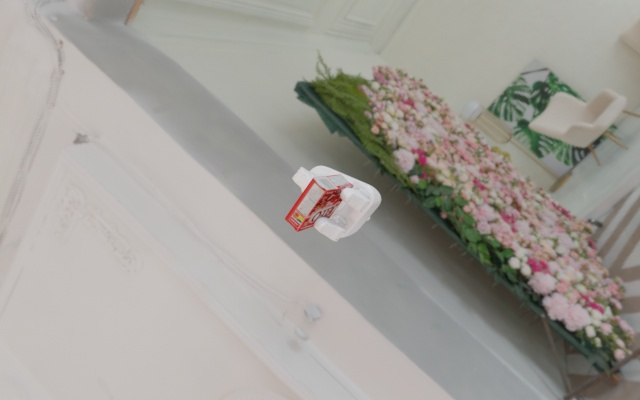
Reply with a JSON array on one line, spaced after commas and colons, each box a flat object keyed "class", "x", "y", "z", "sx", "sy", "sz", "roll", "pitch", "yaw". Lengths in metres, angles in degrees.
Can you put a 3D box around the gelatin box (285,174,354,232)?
[{"class": "gelatin box", "x": 0.000, "y": 0.002, "z": 0.659, "sx": 0.030, "sy": 0.073, "sz": 0.089, "roll": 43, "pitch": 23, "yaw": 17}]
